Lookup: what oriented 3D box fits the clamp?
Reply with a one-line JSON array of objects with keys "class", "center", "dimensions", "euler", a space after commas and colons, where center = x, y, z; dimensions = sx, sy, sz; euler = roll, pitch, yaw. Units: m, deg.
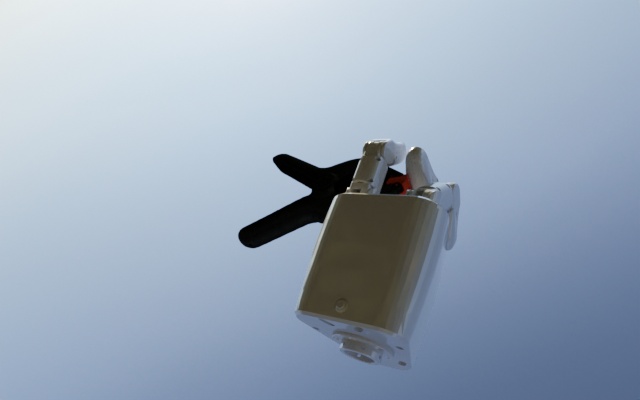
[{"class": "clamp", "center": [0.001, 0.002, 0.462], "dimensions": [0.171, 0.120, 0.039], "euler": [3, -33, 35]}]
